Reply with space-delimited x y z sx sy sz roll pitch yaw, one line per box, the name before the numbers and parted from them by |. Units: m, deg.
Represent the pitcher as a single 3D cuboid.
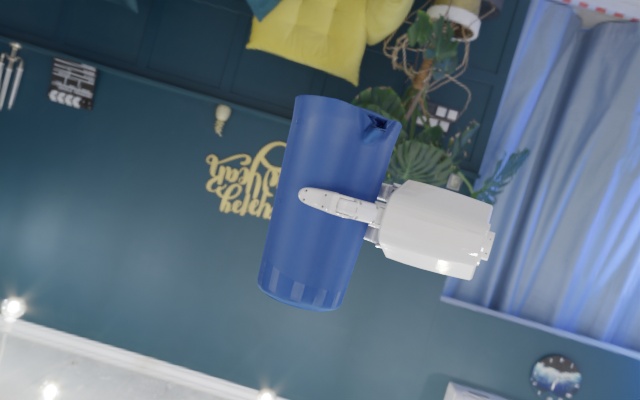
pitcher | 0.000 0.002 0.592 0.145 0.243 0.149 16 2 18
